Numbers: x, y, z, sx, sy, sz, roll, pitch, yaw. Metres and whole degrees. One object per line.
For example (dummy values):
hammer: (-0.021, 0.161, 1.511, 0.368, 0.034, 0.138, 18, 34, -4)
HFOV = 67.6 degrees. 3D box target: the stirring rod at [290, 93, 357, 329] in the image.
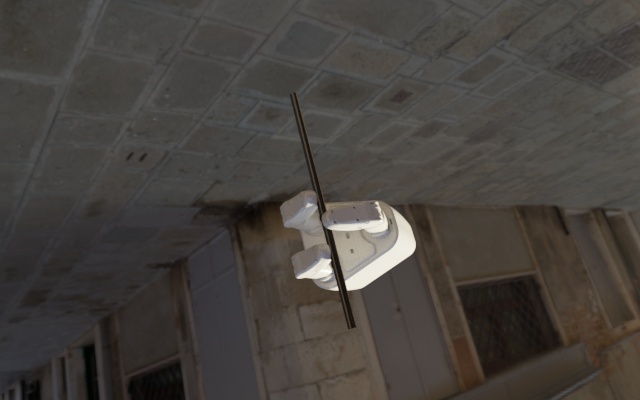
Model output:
stirring rod: (0.000, 0.001, 0.457, 0.011, 0.239, 0.011, -13, -18, -4)
